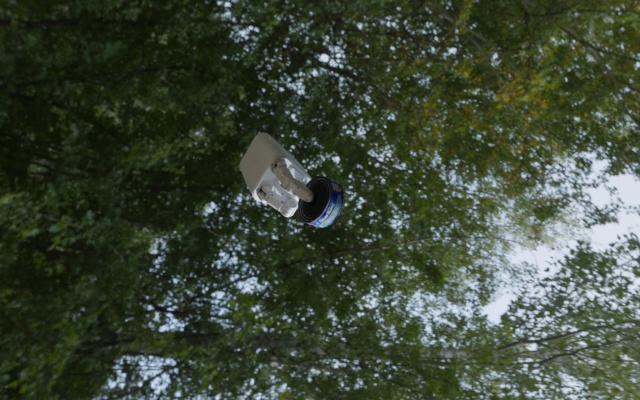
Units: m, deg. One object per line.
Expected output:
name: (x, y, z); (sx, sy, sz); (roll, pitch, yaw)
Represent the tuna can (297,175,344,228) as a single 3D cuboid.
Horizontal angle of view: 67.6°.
tuna can: (0.001, 0.003, 0.813); (0.034, 0.086, 0.086); (24, -14, -35)
